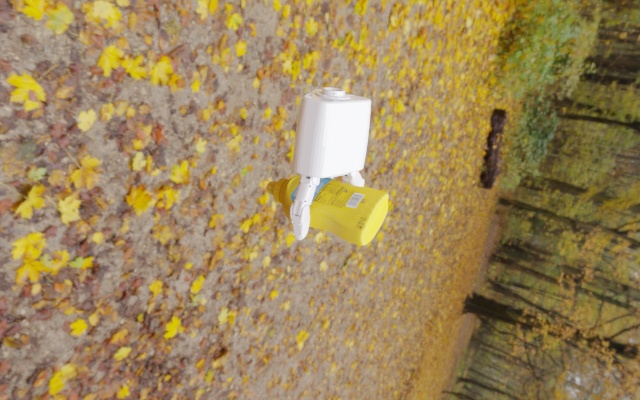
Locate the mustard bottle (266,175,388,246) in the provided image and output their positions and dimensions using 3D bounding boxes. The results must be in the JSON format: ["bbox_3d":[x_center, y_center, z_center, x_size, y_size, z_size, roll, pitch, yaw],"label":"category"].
[{"bbox_3d":[0.000,0.003,0.734,0.191,0.058,0.096,17,47,24],"label":"mustard bottle"}]
